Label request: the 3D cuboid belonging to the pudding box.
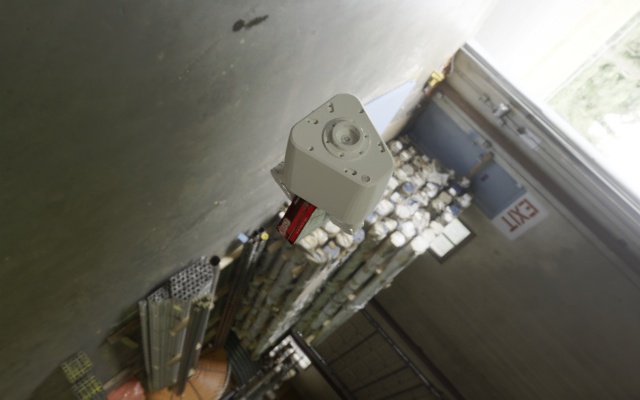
[{"bbox_3d":[0.000,0.002,0.652,0.113,0.039,0.090,-29,-20,-46],"label":"pudding box"}]
